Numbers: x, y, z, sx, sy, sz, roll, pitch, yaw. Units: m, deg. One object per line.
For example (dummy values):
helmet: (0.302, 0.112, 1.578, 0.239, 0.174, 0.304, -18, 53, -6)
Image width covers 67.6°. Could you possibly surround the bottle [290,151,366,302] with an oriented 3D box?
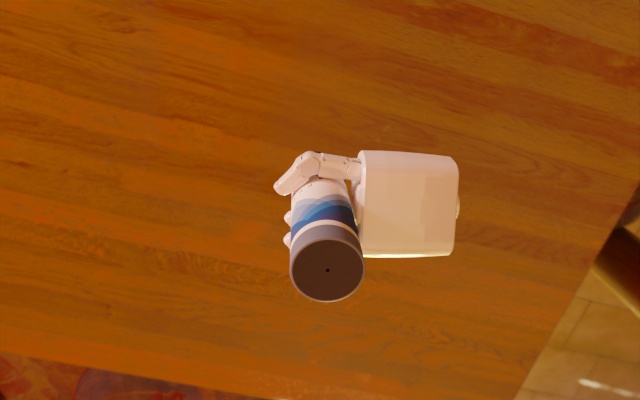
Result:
bottle: (0.000, 0.002, 0.549, 0.069, 0.069, 0.295, 0, 24, -3)
